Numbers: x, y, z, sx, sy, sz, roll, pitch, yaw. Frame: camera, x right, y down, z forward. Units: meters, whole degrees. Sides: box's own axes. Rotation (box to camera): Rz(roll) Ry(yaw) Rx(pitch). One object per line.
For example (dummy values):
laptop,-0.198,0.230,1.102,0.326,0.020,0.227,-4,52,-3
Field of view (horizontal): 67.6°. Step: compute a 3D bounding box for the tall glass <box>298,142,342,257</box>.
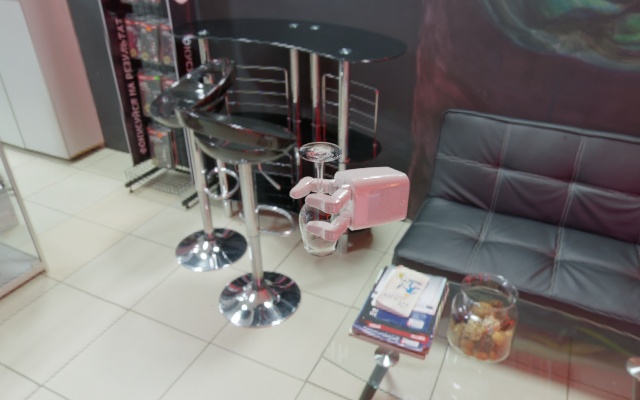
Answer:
tall glass,0.000,0.002,0.851,0.079,0.201,0.079,0,31,0
